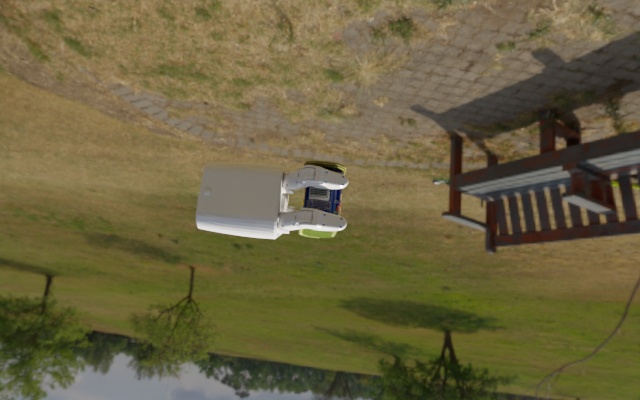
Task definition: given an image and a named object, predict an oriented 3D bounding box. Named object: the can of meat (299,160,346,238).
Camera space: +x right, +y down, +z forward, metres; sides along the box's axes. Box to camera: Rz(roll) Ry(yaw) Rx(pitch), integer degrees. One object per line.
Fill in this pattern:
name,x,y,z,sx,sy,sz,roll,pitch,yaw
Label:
can of meat,0.000,0.003,0.660,0.057,0.084,0.102,7,-16,-2
